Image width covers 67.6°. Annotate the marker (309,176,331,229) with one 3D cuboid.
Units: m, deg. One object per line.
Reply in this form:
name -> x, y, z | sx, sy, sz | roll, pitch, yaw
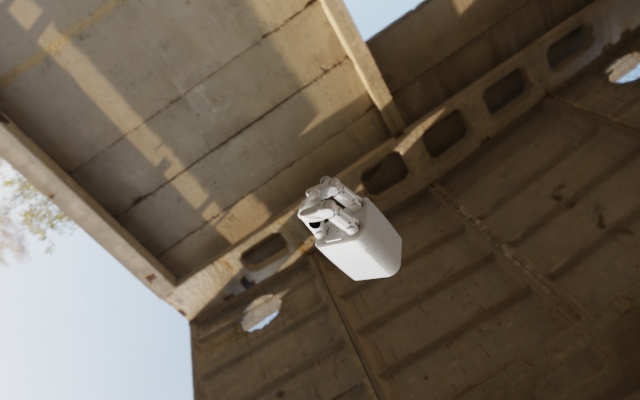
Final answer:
marker -> 0.000, 0.003, 0.794 | 0.020, 0.020, 0.121 | 0, 40, 13
